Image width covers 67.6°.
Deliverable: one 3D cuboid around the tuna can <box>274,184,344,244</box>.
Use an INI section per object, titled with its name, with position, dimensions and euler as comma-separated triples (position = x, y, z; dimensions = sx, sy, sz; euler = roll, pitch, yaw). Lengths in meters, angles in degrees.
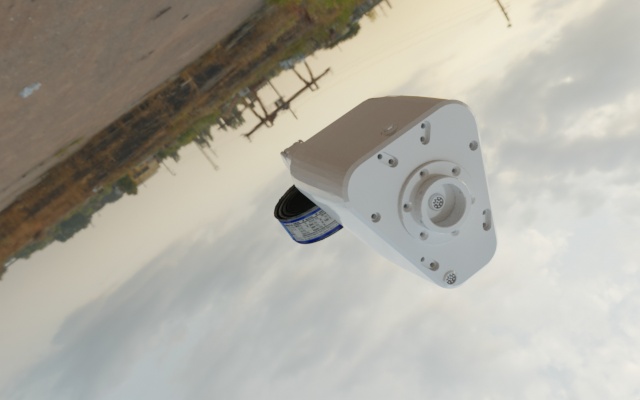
[tuna can]
position = 0.000, 0.002, 0.451
dimensions = 0.086, 0.034, 0.086
euler = -30, 22, 14
